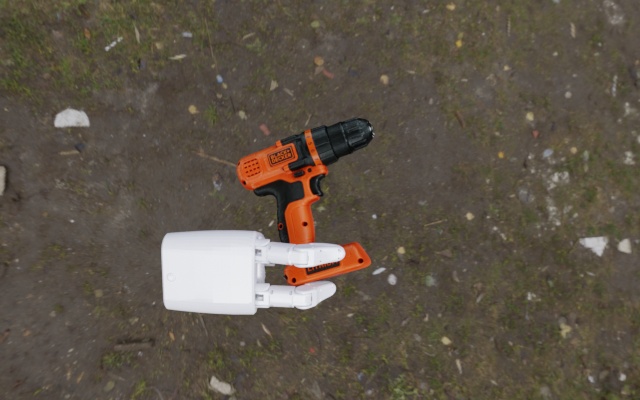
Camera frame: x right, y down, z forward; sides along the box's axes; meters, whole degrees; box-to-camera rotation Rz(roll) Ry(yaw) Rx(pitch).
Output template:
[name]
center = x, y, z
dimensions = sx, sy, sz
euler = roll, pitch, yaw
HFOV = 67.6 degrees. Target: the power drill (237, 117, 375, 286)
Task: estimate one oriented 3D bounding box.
[power drill]
center = 0.000, 0.002, 0.600
dimensions = 0.184, 0.187, 0.057
euler = -19, -13, 11
